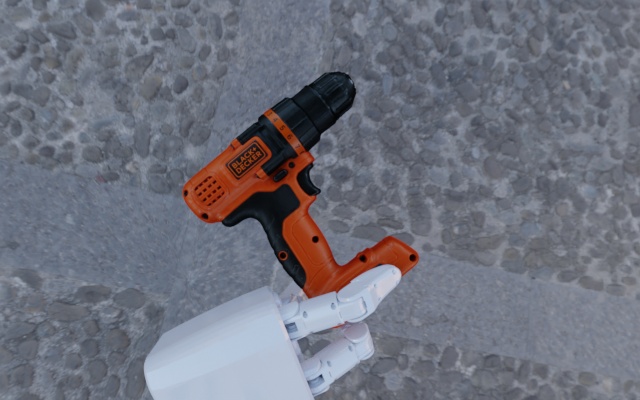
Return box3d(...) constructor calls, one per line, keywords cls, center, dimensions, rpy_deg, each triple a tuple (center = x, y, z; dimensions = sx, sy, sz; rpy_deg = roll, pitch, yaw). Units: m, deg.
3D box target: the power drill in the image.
box3d(cls="power drill", center=(0.000, 0.002, 0.427), dimensions=(0.184, 0.187, 0.057), rpy_deg=(-40, -3, -1))
